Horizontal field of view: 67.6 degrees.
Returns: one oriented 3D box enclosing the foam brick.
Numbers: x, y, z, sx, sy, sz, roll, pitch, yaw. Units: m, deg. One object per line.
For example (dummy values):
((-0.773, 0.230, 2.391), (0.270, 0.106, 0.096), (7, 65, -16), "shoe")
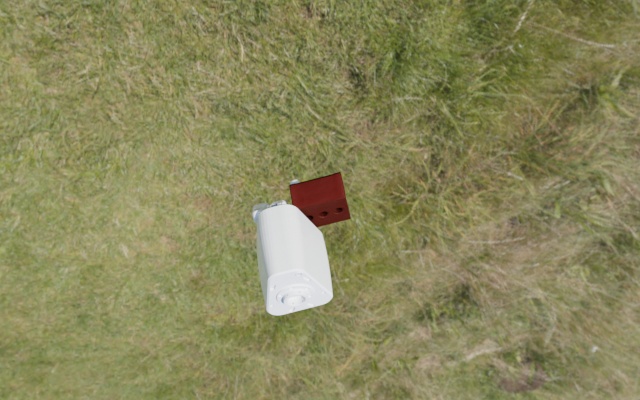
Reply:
((0.000, 0.002, 0.692), (0.078, 0.051, 0.053), (-15, -41, 2), "foam brick")
